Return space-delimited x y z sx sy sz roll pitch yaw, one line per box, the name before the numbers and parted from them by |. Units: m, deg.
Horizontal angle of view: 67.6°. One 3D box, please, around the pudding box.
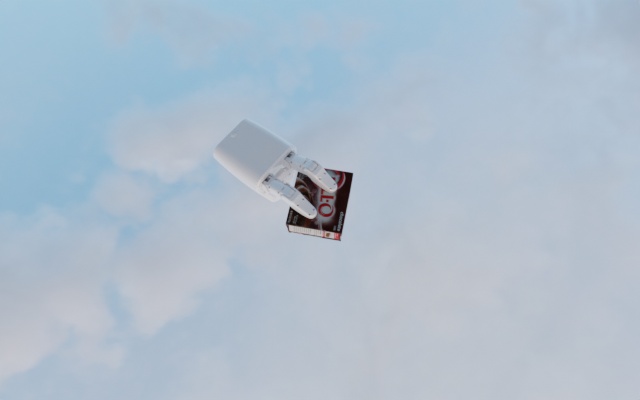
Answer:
pudding box | 0.000 0.003 0.767 0.090 0.113 0.039 9 -23 6
